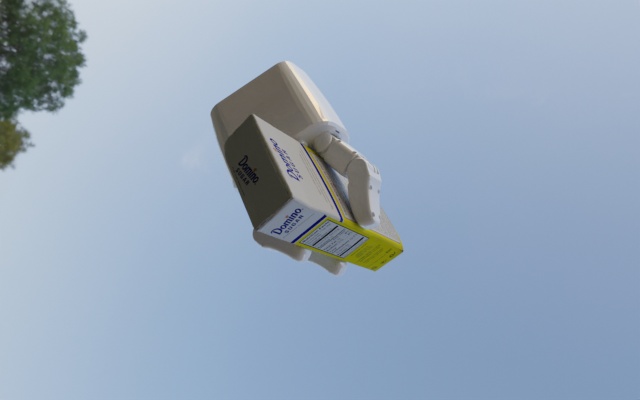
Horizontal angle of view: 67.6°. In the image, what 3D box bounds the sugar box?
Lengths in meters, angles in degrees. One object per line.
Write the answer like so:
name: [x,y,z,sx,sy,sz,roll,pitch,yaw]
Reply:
sugar box: [0.000,0.002,0.418,0.048,0.093,0.176,-42,-37,20]
